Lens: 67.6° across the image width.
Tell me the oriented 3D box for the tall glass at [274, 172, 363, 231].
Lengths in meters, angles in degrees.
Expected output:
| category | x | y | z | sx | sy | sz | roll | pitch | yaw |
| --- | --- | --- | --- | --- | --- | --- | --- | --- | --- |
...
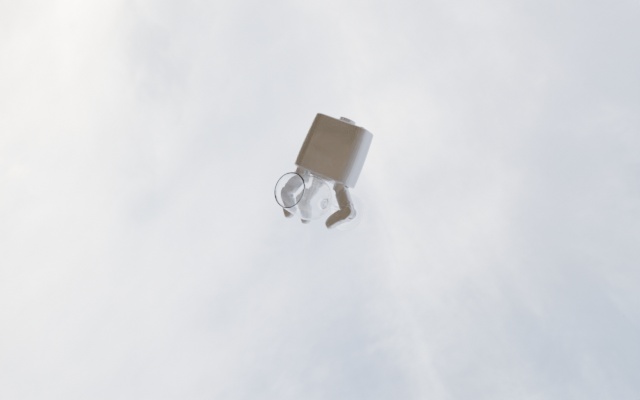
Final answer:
| category | x | y | z | sx | sy | sz | roll | pitch | yaw |
| --- | --- | --- | --- | --- | --- | --- | --- | --- | --- |
| tall glass | 0.000 | 0.003 | 0.868 | 0.079 | 0.079 | 0.201 | 0 | -11 | 32 |
